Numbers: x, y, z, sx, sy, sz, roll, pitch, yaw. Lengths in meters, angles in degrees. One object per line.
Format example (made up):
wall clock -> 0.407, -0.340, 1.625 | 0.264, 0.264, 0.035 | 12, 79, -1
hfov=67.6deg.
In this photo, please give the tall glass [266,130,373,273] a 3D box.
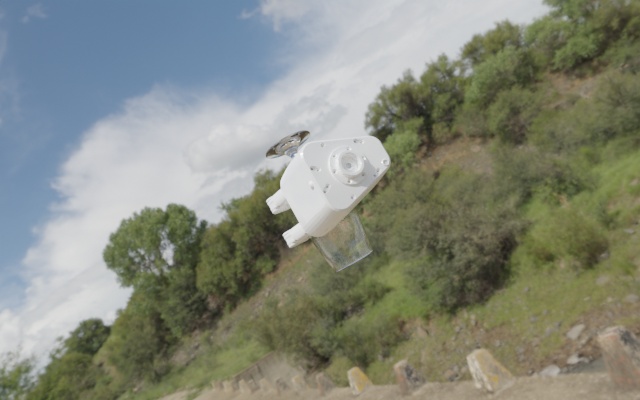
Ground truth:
tall glass -> 0.000, 0.002, 0.690 | 0.079, 0.201, 0.079 | -29, -9, -5
